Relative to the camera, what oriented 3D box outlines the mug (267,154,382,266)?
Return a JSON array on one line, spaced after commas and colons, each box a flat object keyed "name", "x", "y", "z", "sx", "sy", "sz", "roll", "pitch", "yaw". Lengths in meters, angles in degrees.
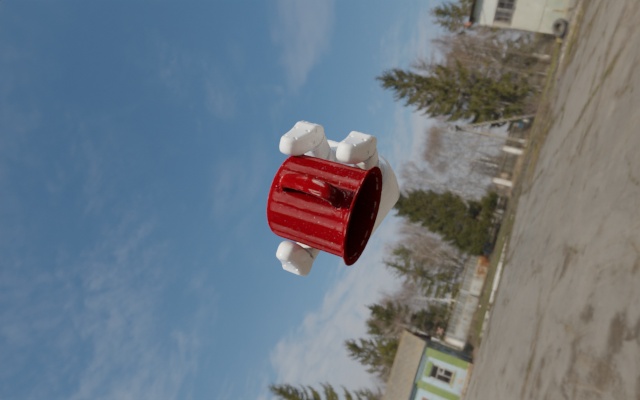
[{"name": "mug", "x": -0.001, "y": 0.001, "z": 0.431, "sx": 0.081, "sy": 0.093, "sz": 0.117, "roll": 16, "pitch": -8, "yaw": 20}]
